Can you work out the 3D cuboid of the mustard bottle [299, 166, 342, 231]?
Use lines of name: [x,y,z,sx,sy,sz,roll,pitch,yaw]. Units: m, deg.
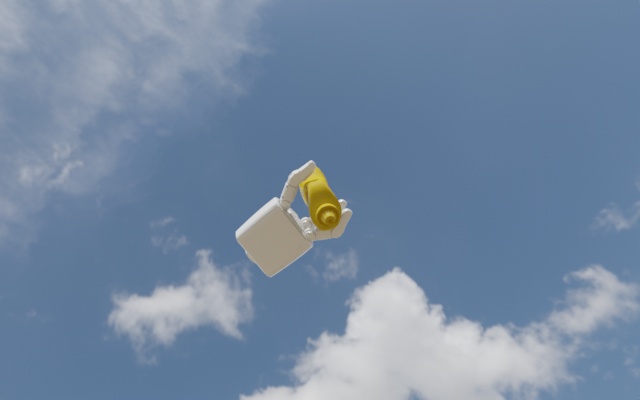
mustard bottle: [0.000,0.003,0.892,0.058,0.096,0.191,-15,21,-4]
